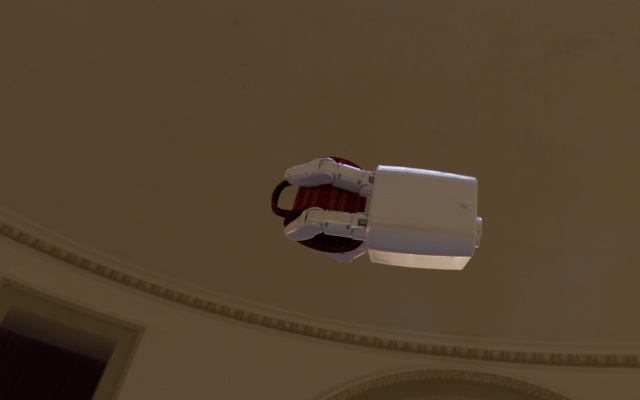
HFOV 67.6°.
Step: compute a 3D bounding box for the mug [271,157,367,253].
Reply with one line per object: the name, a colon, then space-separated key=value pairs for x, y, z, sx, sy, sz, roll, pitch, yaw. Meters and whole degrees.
mug: x=-0.001 y=0.002 z=0.564 sx=0.117 sy=0.081 sz=0.093 roll=8 pitch=-35 yaw=10
